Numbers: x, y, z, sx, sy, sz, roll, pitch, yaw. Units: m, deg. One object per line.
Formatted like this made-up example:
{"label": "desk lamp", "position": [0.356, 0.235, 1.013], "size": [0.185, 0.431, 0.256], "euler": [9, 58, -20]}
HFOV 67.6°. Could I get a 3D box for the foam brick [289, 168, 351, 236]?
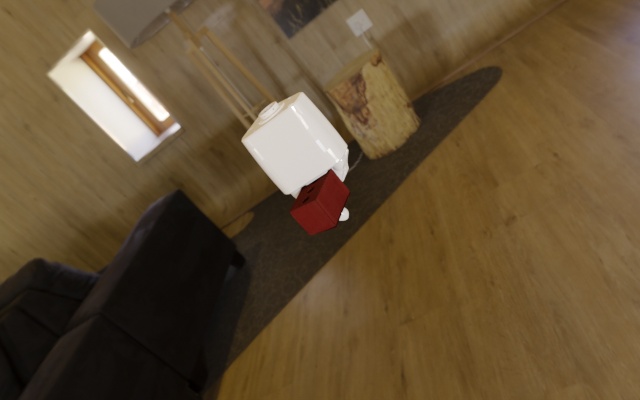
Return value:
{"label": "foam brick", "position": [0.000, 0.002, 0.686], "size": [0.053, 0.051, 0.078], "euler": [-23, 28, 35]}
